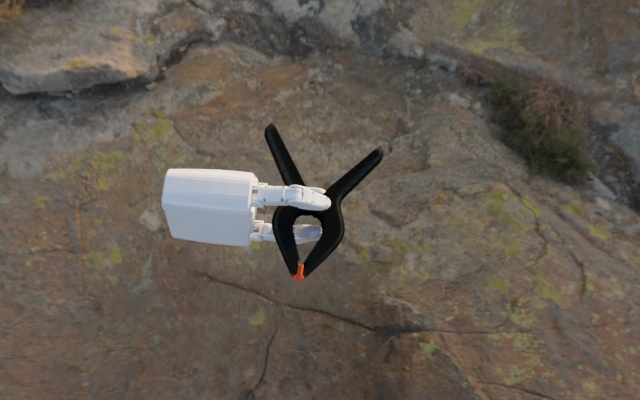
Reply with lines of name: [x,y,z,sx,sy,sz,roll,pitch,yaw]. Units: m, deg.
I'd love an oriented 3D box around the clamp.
clamp: [0.000,0.002,0.629,0.164,0.210,0.036,5,-17,-4]
